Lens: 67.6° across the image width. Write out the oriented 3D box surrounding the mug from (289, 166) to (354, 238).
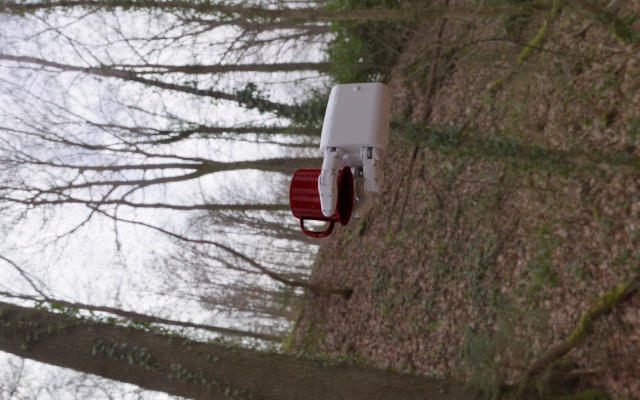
[{"bbox_3d":[0.000,0.004,0.743,0.081,0.117,0.093,3,-21,18],"label":"mug"}]
